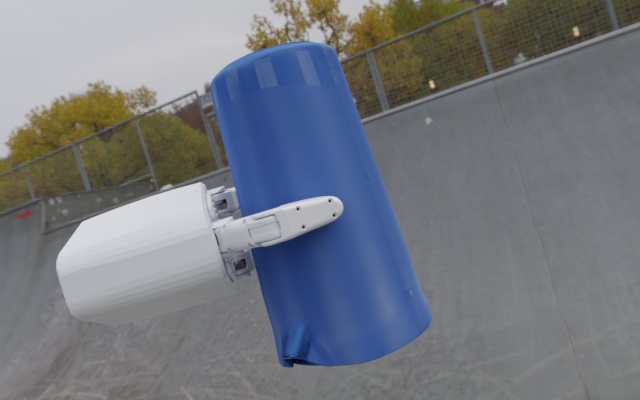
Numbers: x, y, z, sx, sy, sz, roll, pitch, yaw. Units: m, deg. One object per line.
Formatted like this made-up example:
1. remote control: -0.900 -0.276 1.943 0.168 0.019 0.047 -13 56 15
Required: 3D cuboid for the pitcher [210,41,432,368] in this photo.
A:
1. pitcher: 0.000 0.001 0.405 0.145 0.243 0.149 -17 3 -9
